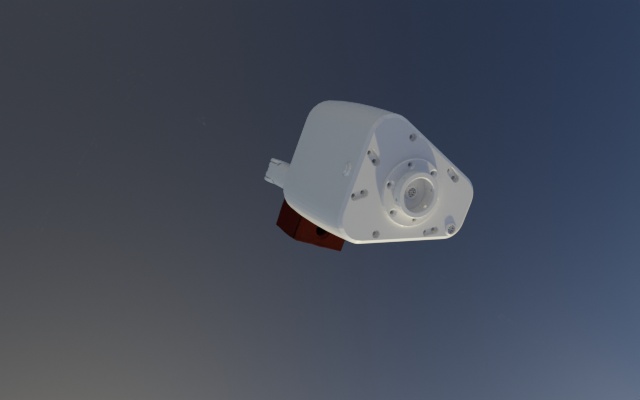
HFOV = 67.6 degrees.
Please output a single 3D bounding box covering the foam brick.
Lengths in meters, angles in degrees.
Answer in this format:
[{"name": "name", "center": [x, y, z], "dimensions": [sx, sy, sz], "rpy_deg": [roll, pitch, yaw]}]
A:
[{"name": "foam brick", "center": [0.000, 0.002, 0.455], "dimensions": [0.053, 0.078, 0.051], "rpy_deg": [17, 6, -27]}]
